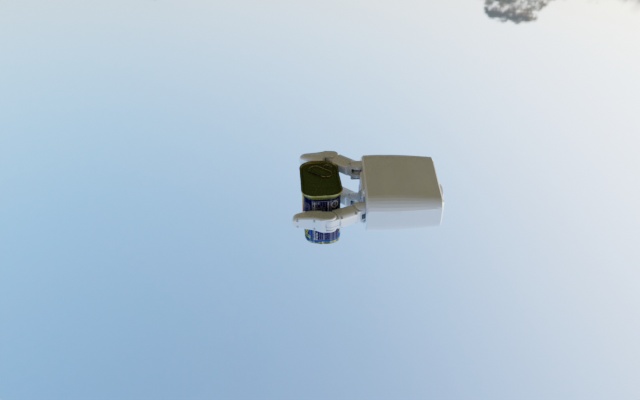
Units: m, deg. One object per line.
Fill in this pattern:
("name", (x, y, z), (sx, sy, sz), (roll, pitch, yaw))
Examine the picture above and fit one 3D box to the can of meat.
("can of meat", (0.000, 0.003, 0.696), (0.057, 0.084, 0.102), (-3, 32, -3))
